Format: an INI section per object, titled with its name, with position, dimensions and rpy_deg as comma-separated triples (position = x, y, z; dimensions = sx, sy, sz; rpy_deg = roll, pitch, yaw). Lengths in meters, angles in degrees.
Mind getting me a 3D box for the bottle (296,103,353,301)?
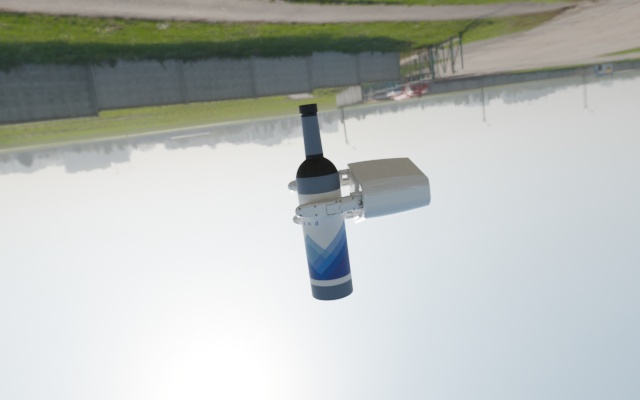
[bottle]
position = 0.000, 0.003, 0.728
dimensions = 0.069, 0.296, 0.069
rpy_deg = -7, 10, 1
